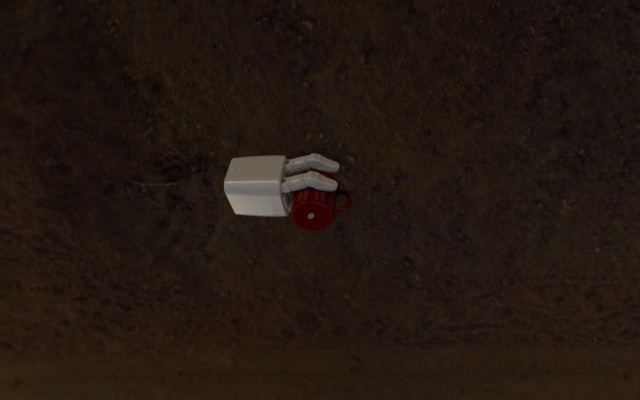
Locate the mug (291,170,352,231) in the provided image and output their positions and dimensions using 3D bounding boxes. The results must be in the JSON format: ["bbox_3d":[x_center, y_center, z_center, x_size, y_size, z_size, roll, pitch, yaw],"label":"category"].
[{"bbox_3d":[0.002,0.003,0.894,0.117,0.093,0.081,0,44,7],"label":"mug"}]
